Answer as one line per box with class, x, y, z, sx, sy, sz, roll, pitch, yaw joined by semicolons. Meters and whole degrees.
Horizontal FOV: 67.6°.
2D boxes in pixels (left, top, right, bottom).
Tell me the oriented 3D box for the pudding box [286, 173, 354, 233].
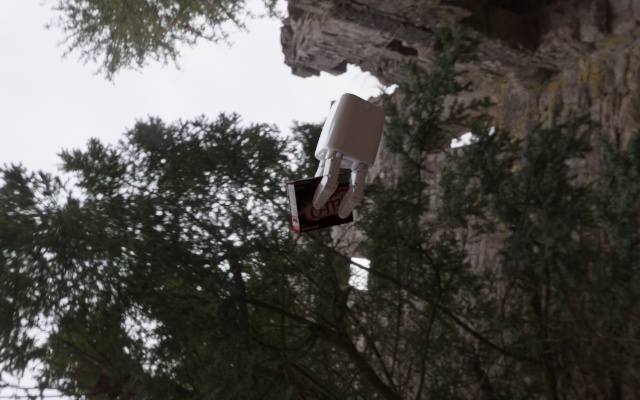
pudding box;0.000;0.003;0.838;0.113;0.090;0.039;-11;6;-27
